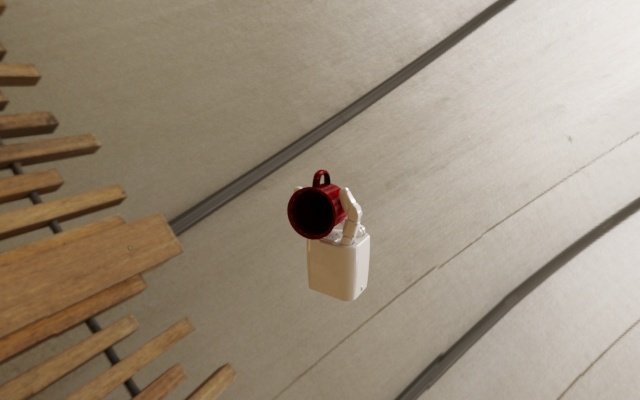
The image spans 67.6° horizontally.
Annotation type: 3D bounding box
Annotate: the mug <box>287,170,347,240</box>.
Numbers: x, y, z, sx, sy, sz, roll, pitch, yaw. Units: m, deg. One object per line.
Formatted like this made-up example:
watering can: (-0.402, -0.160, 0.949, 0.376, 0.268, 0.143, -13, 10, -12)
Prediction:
mug: (0.000, 0.001, 0.848, 0.093, 0.117, 0.081, 6, 14, 23)
